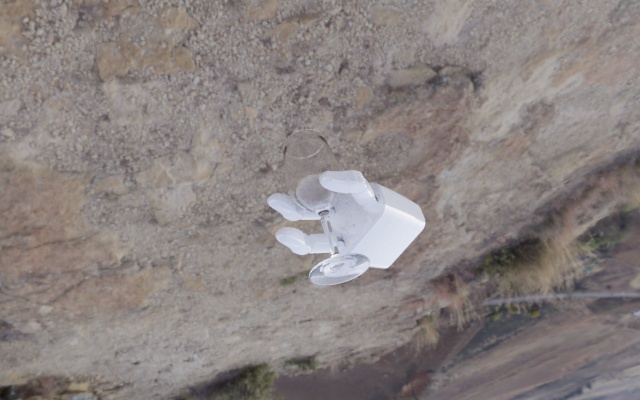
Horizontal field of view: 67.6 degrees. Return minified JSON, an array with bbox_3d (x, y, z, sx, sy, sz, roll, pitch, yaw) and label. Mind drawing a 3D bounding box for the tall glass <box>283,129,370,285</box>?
[{"bbox_3d":[0.000,0.002,0.614,0.079,0.201,0.079,-11,-33,-7],"label":"tall glass"}]
